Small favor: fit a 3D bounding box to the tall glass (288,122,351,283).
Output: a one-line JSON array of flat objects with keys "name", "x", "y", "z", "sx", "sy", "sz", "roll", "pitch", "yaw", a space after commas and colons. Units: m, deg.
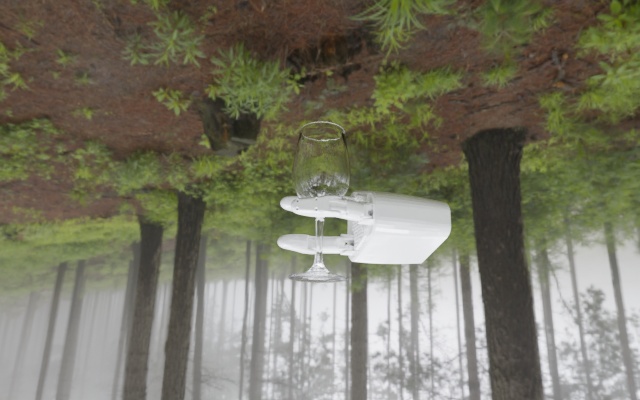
[{"name": "tall glass", "x": 0.000, "y": 0.003, "z": 0.619, "sx": 0.079, "sy": 0.201, "sz": 0.079, "roll": 1, "pitch": -16, "yaw": 0}]
